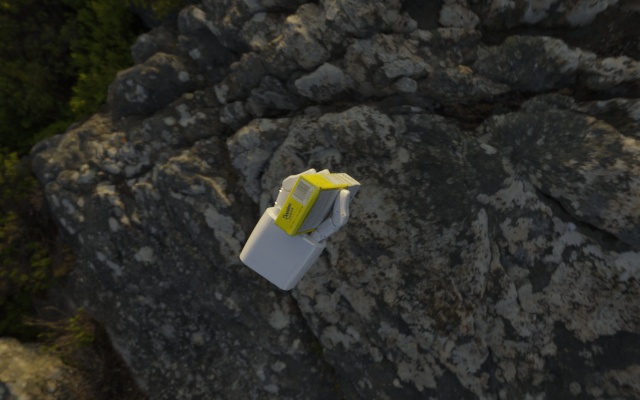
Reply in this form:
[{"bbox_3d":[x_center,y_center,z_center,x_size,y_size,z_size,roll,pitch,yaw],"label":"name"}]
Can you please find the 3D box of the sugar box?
[{"bbox_3d":[0.000,0.002,0.802,0.048,0.093,0.176,36,17,16],"label":"sugar box"}]
